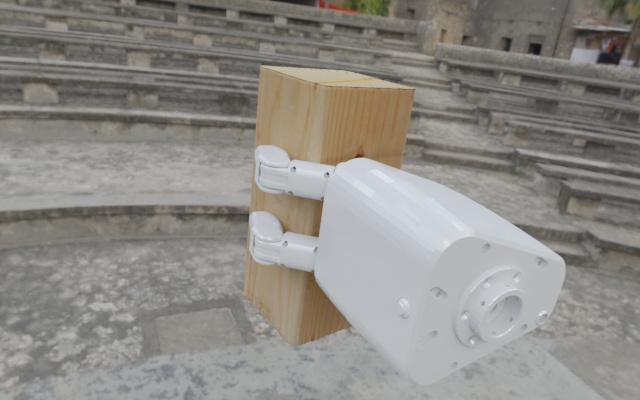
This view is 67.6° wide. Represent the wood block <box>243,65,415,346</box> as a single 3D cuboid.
[{"bbox_3d":[0.001,0.001,0.400,0.091,0.206,0.090,-8,26,-36],"label":"wood block"}]
